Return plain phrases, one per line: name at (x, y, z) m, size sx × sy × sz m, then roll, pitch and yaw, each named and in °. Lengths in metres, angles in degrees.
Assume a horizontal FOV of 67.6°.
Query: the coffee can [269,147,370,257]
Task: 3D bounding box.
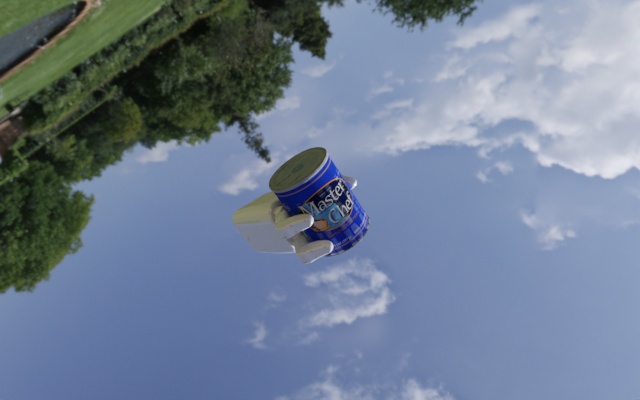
coffee can at (0.000, 0.002, 0.746) m, size 0.103 × 0.140 × 0.102 m, roll -27°, pitch 26°, yaw 15°
